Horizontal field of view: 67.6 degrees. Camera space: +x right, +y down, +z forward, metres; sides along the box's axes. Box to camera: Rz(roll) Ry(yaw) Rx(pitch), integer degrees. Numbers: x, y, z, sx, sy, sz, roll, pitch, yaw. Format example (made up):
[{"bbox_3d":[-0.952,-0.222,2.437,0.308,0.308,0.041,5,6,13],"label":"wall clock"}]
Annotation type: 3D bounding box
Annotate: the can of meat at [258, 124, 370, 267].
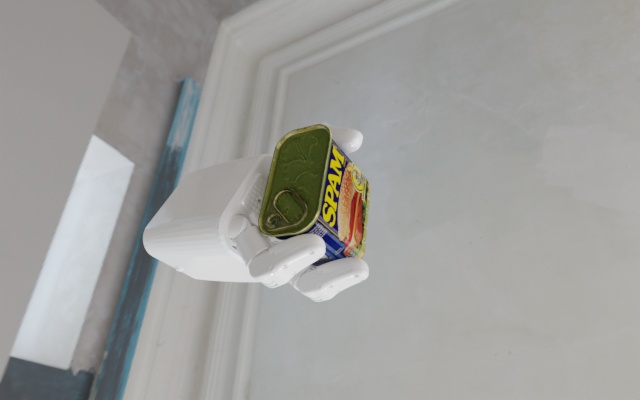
[{"bbox_3d":[0.000,0.001,0.412,0.057,0.102,0.084,-9,-34,31],"label":"can of meat"}]
